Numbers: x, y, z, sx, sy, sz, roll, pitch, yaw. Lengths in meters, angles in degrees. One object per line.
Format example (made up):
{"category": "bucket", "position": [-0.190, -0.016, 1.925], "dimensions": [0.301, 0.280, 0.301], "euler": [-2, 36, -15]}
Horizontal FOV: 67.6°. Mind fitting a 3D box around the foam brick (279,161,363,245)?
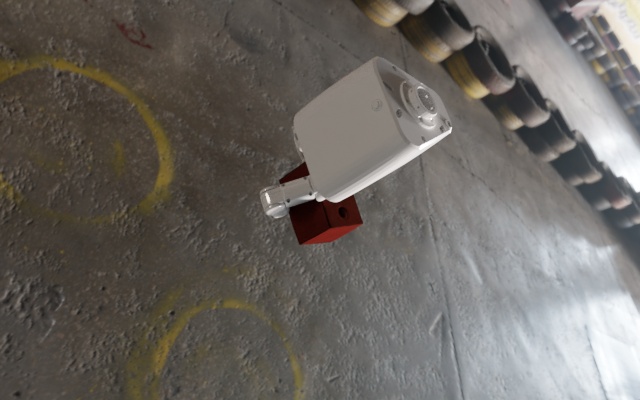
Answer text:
{"category": "foam brick", "position": [0.000, 0.002, 0.505], "dimensions": [0.051, 0.078, 0.053], "euler": [-30, -18, 39]}
